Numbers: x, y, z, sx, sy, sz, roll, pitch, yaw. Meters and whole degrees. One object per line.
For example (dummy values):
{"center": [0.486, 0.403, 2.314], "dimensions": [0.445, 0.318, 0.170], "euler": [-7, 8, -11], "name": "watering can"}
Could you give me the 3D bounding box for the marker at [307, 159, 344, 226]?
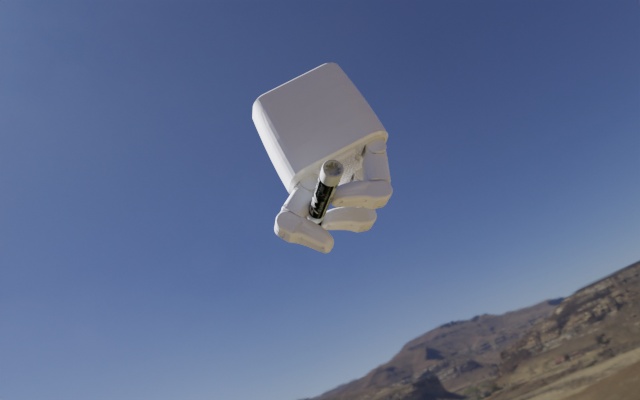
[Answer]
{"center": [0.000, 0.002, 0.454], "dimensions": [0.020, 0.020, 0.121], "euler": [0, -28, -11], "name": "marker"}
